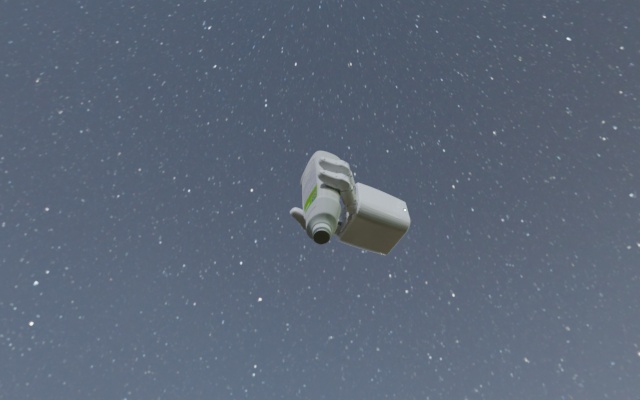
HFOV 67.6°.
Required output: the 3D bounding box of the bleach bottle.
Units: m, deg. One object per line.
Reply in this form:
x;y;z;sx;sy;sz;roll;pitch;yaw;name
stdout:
0.000;0.003;0.883;0.068;0.103;0.250;19;29;-10;bleach bottle
